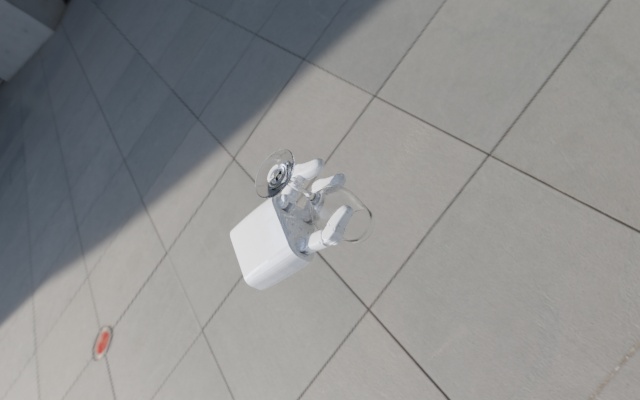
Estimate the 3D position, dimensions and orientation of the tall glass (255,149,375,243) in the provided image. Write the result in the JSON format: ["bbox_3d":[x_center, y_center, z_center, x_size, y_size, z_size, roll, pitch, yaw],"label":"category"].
[{"bbox_3d":[0.000,0.002,0.713,0.079,0.079,0.201,0,-23,44],"label":"tall glass"}]
